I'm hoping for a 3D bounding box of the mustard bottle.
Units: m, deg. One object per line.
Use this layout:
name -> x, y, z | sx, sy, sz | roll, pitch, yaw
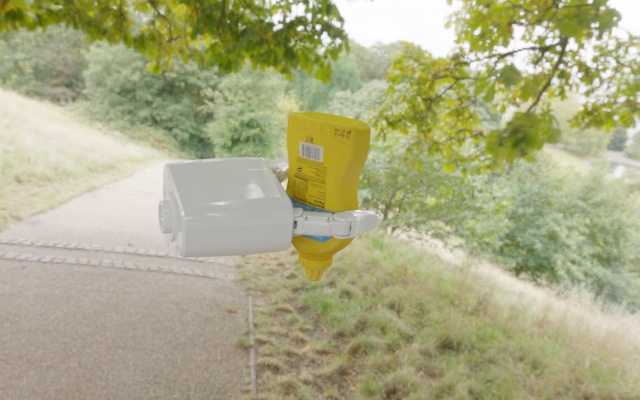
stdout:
mustard bottle -> 0.000, 0.001, 0.536 | 0.096, 0.192, 0.058 | 18, 22, 35
